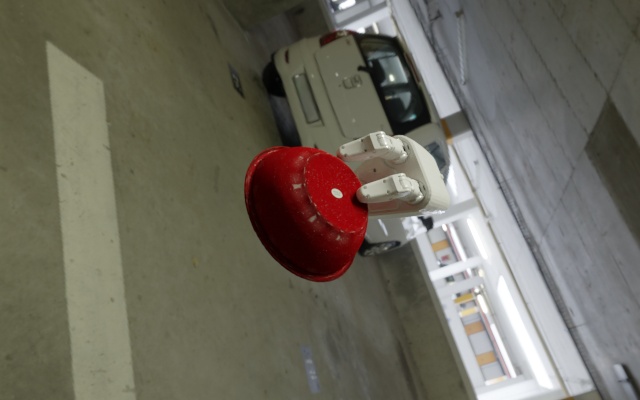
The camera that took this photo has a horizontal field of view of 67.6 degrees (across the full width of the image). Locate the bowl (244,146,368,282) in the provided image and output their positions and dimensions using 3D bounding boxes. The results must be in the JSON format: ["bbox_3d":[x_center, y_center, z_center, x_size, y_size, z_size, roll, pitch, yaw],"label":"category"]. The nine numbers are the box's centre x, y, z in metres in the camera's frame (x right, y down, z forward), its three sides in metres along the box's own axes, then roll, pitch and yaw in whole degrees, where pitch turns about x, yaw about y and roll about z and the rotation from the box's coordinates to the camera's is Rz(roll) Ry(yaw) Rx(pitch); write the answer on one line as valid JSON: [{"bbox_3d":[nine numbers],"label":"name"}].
[{"bbox_3d":[0.000,0.002,0.508,0.162,0.162,0.055,0,-24,-47],"label":"bowl"}]
